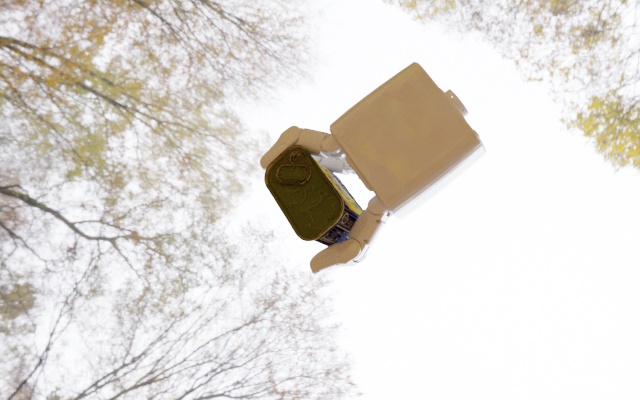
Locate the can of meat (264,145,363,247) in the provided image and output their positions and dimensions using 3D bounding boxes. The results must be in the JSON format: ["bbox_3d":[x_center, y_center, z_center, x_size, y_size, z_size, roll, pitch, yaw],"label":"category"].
[{"bbox_3d":[0.000,0.002,0.499,0.057,0.102,0.084,-41,-30,11],"label":"can of meat"}]
